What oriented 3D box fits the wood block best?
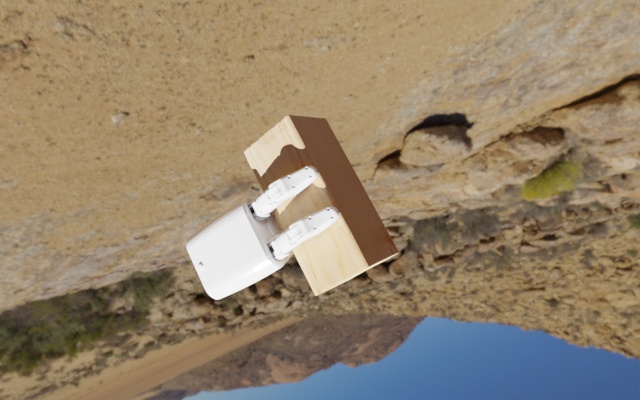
[{"bbox_3d":[0.000,0.002,0.614,0.090,0.206,0.091,-34,-13,30],"label":"wood block"}]
